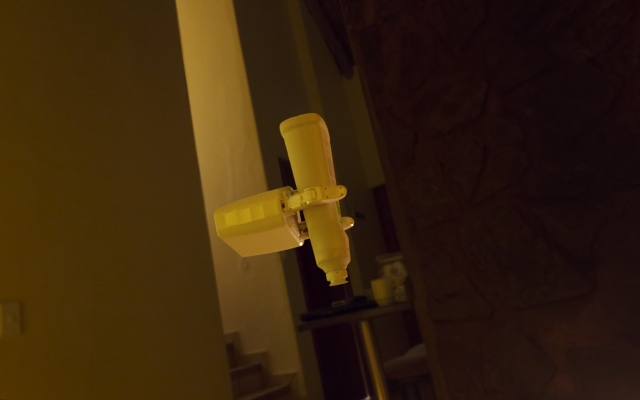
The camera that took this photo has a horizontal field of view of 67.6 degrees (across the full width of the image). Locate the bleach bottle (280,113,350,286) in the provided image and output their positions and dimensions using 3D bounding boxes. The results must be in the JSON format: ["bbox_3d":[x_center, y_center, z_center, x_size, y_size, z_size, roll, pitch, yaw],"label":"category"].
[{"bbox_3d":[0.000,0.002,0.727,0.068,0.250,0.102,-14,-14,10],"label":"bleach bottle"}]
